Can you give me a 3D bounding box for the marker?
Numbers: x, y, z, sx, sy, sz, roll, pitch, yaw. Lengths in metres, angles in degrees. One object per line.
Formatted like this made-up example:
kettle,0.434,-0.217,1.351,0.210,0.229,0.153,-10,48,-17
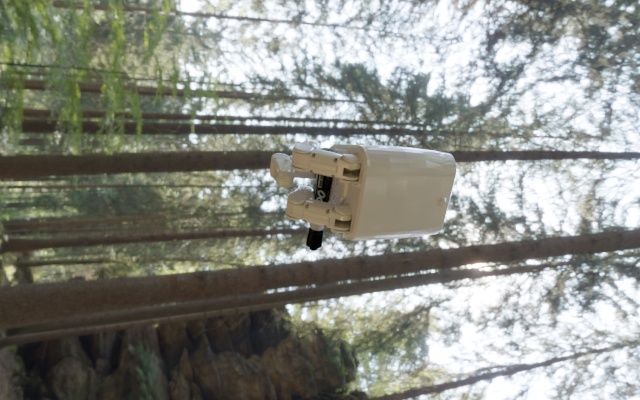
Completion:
marker,0.000,0.002,0.527,0.020,0.121,0.020,7,24,-3
